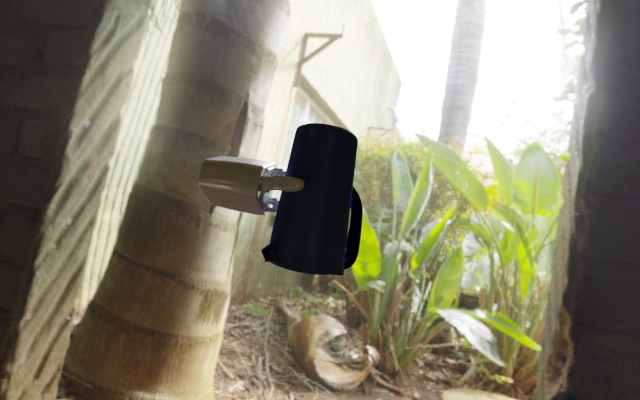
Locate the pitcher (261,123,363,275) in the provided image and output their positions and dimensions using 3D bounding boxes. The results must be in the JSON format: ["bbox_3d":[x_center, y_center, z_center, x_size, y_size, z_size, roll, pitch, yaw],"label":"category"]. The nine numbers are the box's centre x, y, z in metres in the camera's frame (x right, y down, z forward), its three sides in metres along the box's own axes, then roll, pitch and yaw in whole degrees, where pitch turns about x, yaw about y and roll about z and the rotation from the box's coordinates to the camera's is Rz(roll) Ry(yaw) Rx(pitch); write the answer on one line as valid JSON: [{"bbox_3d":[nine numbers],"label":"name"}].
[{"bbox_3d":[0.000,0.003,0.806,0.145,0.243,0.149,9,-5,10],"label":"pitcher"}]
